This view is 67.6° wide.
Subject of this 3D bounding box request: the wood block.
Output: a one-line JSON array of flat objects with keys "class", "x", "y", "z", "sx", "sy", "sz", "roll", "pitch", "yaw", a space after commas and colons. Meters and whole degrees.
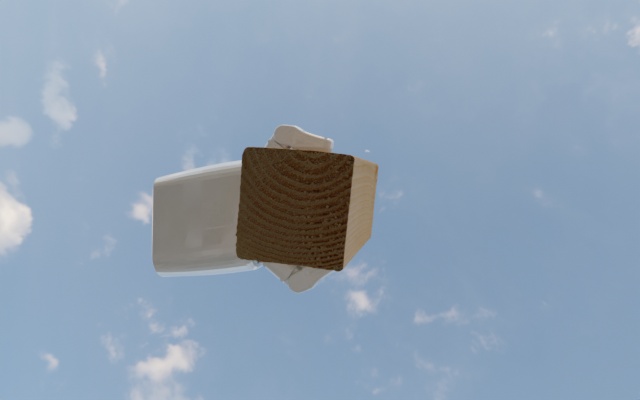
[{"class": "wood block", "x": 0.000, "y": 0.001, "z": 0.464, "sx": 0.090, "sy": 0.091, "sz": 0.206, "roll": 6, "pitch": 4, "yaw": 11}]
